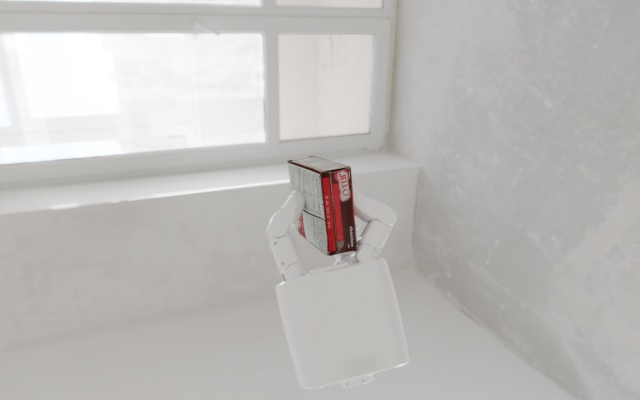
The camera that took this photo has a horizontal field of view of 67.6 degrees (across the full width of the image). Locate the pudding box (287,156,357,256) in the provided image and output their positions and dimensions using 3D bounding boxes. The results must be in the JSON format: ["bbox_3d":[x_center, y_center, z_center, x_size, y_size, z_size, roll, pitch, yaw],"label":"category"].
[{"bbox_3d":[0.000,0.002,0.526,0.039,0.090,0.113,-10,14,-21],"label":"pudding box"}]
